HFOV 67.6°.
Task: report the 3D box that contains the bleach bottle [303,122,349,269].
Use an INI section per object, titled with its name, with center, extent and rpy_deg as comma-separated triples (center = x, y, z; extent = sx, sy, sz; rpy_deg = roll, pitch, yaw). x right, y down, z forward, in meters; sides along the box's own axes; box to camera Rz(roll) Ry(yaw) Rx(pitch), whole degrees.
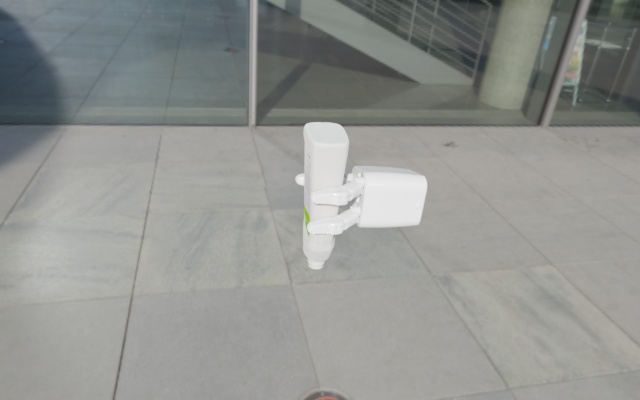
[bleach bottle]
center = 0.000, 0.003, 0.810
extent = 0.068, 0.251, 0.102
rpy_deg = 0, 29, -9
